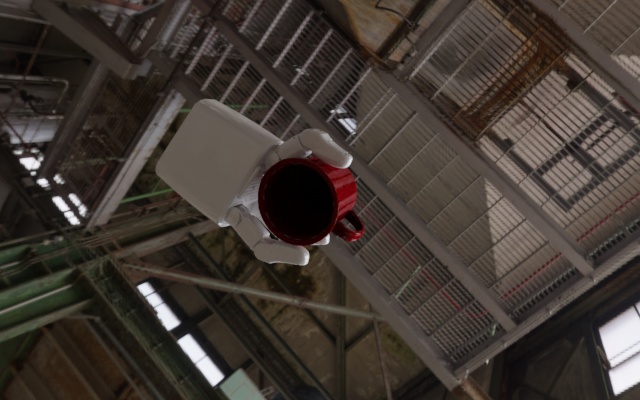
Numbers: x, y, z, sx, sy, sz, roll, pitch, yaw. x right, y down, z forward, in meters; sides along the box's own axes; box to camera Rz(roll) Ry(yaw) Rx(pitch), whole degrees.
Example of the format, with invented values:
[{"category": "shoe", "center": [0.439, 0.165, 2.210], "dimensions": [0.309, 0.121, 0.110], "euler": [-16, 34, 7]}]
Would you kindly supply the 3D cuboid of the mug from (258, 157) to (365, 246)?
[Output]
[{"category": "mug", "center": [0.001, 0.002, 0.526], "dimensions": [0.117, 0.093, 0.081], "euler": [36, 22, 13]}]
